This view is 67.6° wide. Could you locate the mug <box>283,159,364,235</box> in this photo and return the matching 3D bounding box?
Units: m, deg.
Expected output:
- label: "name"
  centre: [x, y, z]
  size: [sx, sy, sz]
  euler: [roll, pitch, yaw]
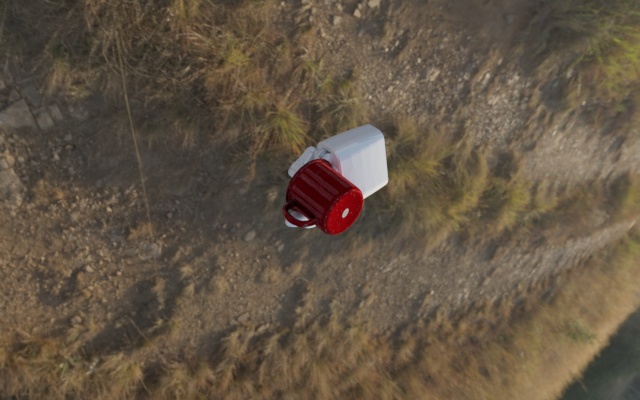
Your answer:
- label: "mug"
  centre: [-0.001, 0.003, 0.699]
  size: [0.117, 0.093, 0.081]
  euler: [-28, 49, -30]
